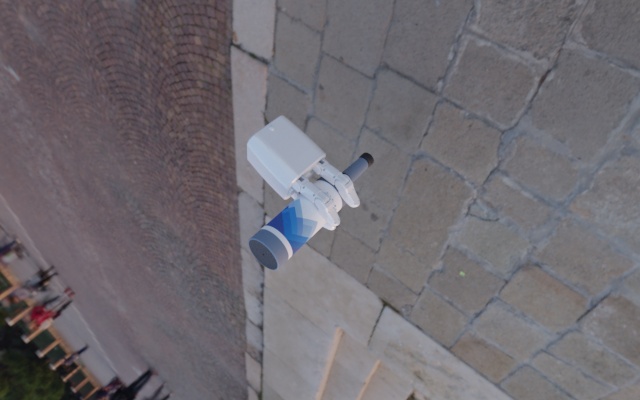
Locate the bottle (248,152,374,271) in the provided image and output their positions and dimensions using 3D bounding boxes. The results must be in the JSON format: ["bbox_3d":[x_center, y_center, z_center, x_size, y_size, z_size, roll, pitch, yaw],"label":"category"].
[{"bbox_3d":[0.000,0.003,0.839,0.069,0.069,0.295,0,35,49],"label":"bottle"}]
